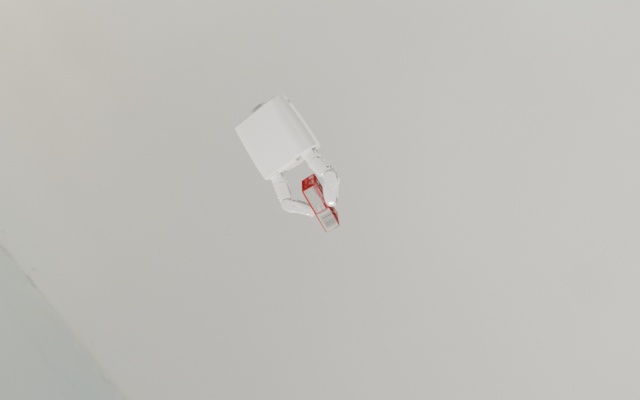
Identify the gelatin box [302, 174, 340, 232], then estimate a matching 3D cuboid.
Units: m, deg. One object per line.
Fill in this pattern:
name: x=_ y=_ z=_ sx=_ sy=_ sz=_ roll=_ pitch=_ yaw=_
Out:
gelatin box: x=0.000 y=0.003 z=0.837 sx=0.030 sy=0.089 sz=0.073 roll=-29 pitch=14 yaw=6
